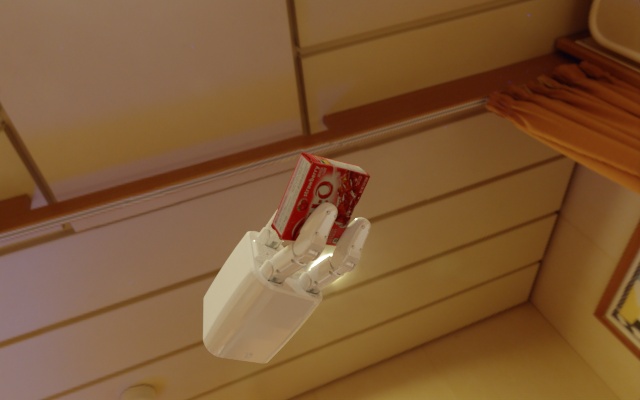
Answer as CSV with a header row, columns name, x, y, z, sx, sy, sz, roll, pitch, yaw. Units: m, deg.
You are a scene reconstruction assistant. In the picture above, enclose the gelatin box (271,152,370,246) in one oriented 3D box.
name,x,y,z,sx,sy,sz,roll,pitch,yaw
gelatin box,0.000,0.001,0.488,0.073,0.089,0.030,11,22,-35
